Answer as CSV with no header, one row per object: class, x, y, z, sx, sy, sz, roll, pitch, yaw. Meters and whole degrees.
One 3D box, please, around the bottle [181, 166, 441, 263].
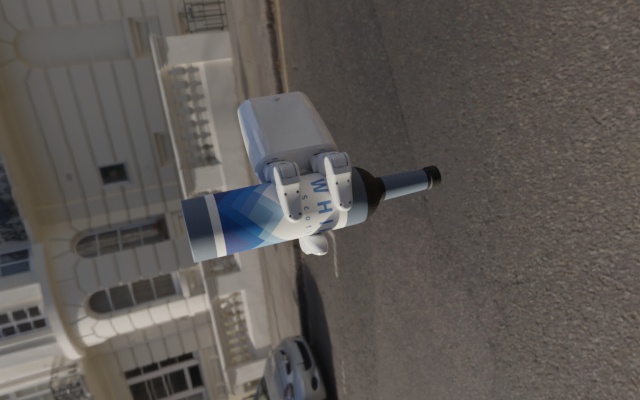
bottle,0.000,0.002,0.535,0.295,0.069,0.069,-12,3,-15
